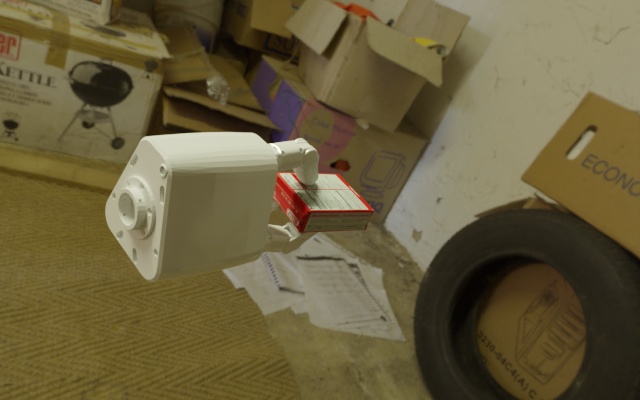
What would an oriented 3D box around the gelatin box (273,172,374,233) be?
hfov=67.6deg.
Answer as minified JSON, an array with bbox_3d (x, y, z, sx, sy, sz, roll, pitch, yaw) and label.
[{"bbox_3d":[0.001,0.001,0.507,0.089,0.030,0.073,-1,35,-37],"label":"gelatin box"}]
